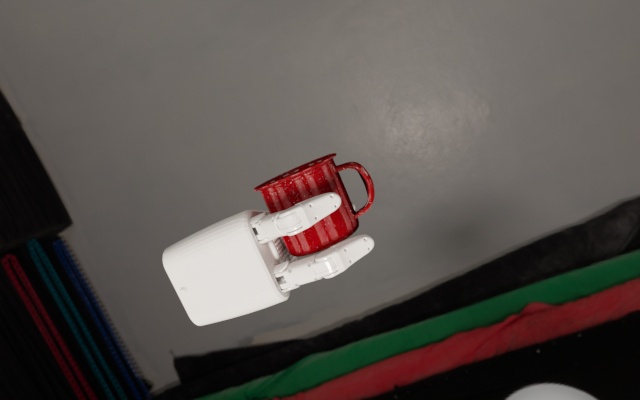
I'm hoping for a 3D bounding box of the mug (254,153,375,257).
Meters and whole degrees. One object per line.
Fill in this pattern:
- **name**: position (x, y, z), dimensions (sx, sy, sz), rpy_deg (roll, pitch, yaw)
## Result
- **mug**: position (0.001, 0.001, 0.495), dimensions (0.117, 0.081, 0.093), rpy_deg (-22, 8, 15)
